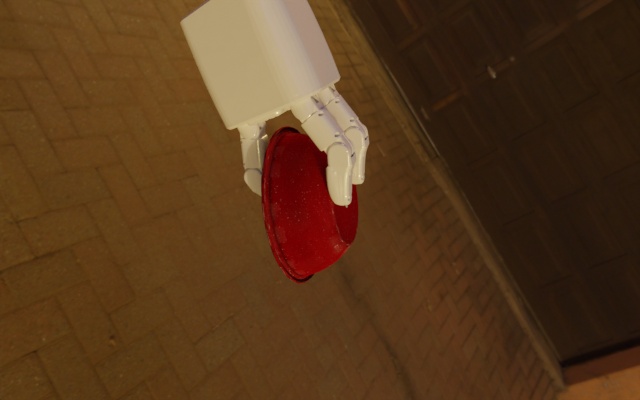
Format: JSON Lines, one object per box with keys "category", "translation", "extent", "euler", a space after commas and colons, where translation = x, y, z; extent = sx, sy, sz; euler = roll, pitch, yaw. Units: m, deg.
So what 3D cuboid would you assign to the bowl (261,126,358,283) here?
{"category": "bowl", "translation": [0.001, 0.003, 0.485], "extent": [0.055, 0.162, 0.162], "euler": [-6, -2, 19]}
